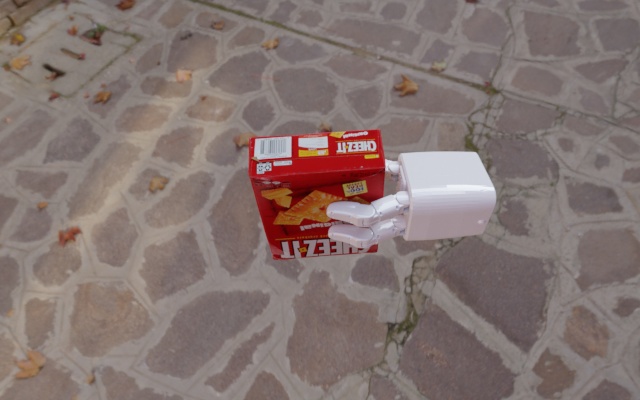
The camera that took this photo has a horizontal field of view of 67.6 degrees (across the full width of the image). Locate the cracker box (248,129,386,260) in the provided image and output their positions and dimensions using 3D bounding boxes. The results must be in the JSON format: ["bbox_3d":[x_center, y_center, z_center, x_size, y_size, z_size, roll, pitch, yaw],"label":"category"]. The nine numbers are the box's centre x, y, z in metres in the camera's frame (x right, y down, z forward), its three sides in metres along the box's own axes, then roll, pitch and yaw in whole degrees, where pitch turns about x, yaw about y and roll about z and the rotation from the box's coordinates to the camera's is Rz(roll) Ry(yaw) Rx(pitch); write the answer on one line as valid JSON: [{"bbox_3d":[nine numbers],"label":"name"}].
[{"bbox_3d":[0.000,0.002,0.653,0.164,0.072,0.214,-4,-35,1],"label":"cracker box"}]
